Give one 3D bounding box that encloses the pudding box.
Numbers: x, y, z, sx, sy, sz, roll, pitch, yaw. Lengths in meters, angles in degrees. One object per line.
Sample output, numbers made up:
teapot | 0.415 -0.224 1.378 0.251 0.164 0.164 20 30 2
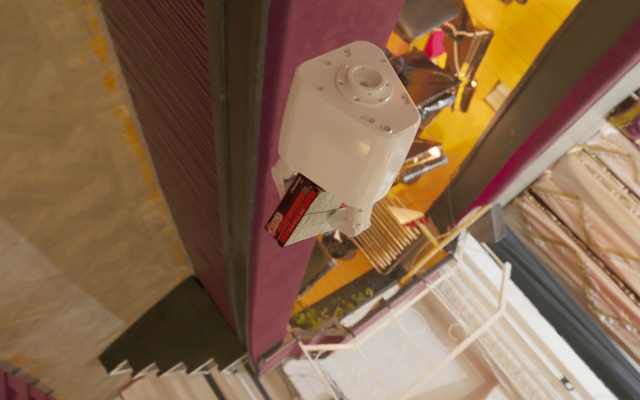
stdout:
pudding box | 0.000 0.002 0.547 0.113 0.039 0.090 -12 -35 -51
